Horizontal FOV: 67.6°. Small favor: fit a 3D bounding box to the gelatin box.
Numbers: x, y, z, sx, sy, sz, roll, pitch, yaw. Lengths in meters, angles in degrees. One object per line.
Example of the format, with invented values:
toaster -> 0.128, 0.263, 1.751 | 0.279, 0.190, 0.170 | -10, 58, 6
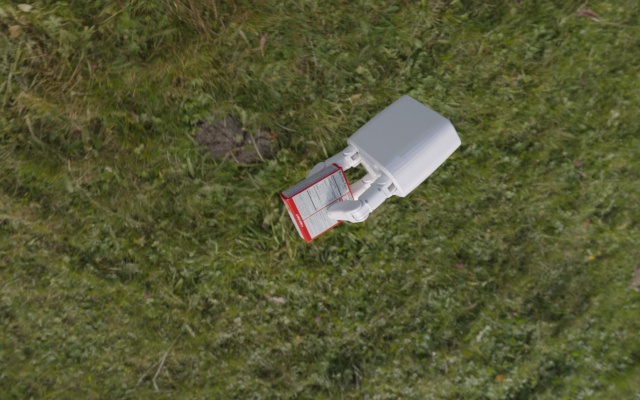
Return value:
gelatin box -> 0.000, 0.002, 0.648 | 0.089, 0.073, 0.030 | -31, 29, -13
